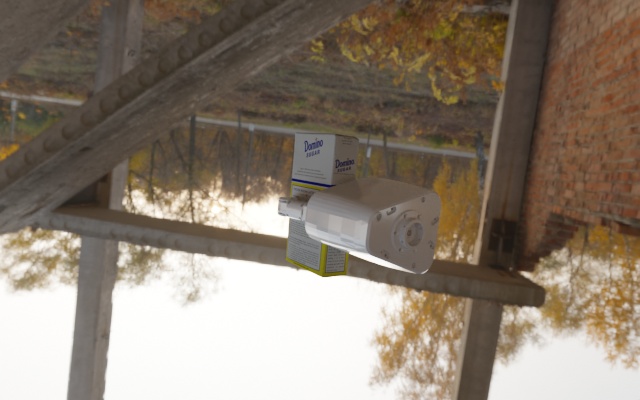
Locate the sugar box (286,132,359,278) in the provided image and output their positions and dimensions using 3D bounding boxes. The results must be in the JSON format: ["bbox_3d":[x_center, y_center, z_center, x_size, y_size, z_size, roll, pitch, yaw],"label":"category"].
[{"bbox_3d":[0.001,0.002,0.620,0.048,0.176,0.093,4,6,-36],"label":"sugar box"}]
